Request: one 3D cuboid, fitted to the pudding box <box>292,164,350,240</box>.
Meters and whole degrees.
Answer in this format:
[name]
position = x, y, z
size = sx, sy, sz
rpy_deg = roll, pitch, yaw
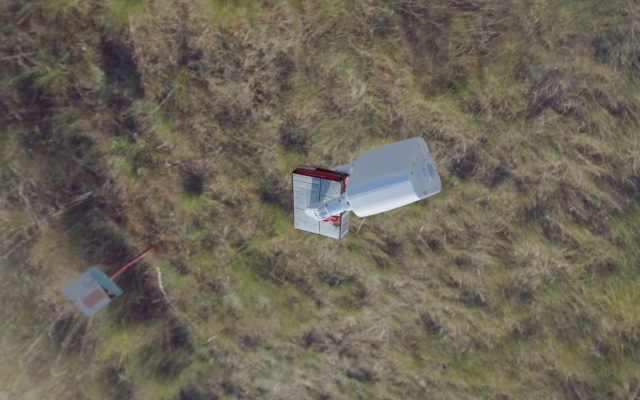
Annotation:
[pudding box]
position = 0.000, 0.003, 0.792
size = 0.090, 0.113, 0.039
rpy_deg = 13, 29, 22
